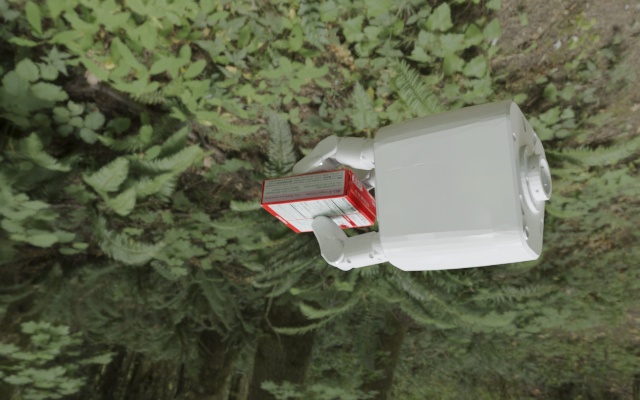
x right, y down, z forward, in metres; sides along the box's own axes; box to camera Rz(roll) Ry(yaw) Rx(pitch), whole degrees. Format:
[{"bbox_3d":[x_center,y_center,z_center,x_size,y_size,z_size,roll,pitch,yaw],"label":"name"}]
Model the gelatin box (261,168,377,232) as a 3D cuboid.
[{"bbox_3d":[0.000,0.002,0.451,0.089,0.030,0.073,-7,-26,24],"label":"gelatin box"}]
